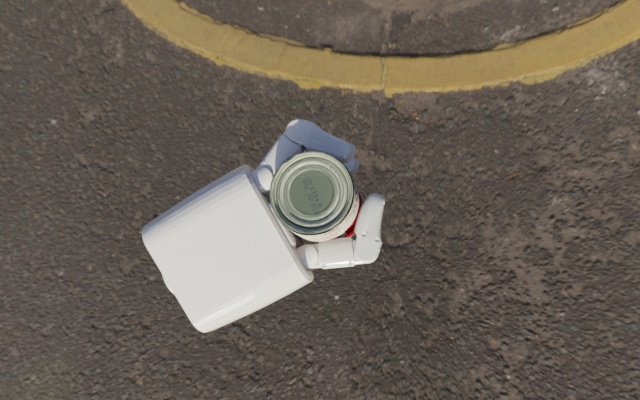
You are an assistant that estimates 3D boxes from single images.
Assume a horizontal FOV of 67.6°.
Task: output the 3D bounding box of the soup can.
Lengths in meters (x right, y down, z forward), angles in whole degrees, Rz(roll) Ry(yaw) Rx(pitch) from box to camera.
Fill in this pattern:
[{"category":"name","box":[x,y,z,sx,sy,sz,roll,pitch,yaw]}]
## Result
[{"category":"soup can","box":[0.001,0.001,0.410,0.068,0.068,0.102,0,-9,9]}]
